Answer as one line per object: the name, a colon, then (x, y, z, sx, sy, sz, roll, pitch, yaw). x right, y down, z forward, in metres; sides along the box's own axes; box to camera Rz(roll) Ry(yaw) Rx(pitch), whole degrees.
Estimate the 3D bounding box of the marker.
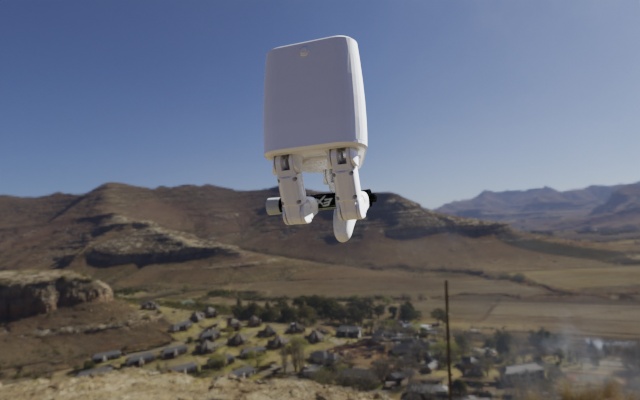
marker: (0.000, 0.002, 0.513, 0.121, 0.020, 0.020, -5, -2, 17)
